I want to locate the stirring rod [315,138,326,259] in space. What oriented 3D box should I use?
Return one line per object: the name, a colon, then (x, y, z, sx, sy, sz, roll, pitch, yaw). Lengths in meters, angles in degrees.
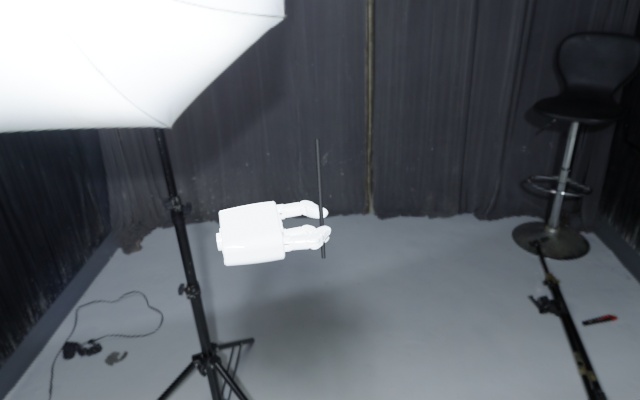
stirring rod: (0.000, 0.003, 0.861, 0.011, 0.240, 0.011, -2, 27, 1)
